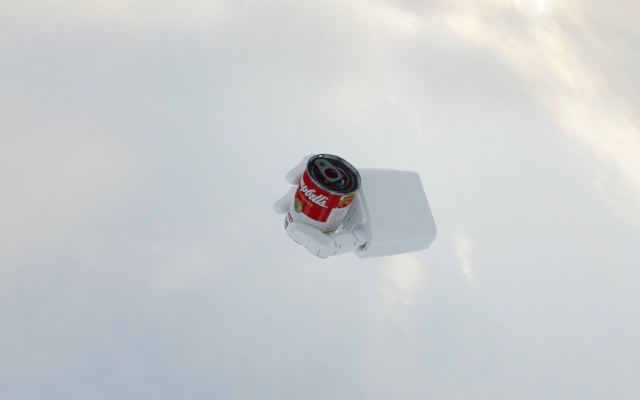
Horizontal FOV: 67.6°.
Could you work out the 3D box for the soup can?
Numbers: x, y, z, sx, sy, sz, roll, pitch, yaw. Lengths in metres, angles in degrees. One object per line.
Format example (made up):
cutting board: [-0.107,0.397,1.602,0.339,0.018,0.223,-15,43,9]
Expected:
soup can: [0.000,0.002,0.589,0.068,0.068,0.102,0,-42,-26]
